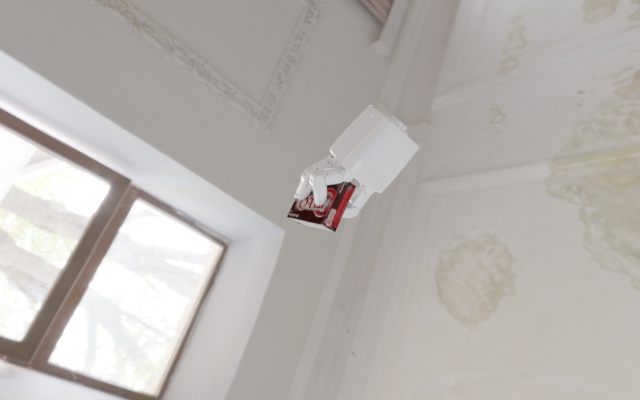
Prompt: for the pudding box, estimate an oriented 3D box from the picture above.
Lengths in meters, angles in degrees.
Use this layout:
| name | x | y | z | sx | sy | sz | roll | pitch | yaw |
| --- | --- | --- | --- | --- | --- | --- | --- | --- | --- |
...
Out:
| name | x | y | z | sx | sy | sz | roll | pitch | yaw |
| --- | --- | --- | --- | --- | --- | --- | --- | --- | --- |
| pudding box | 0.000 | 0.003 | 0.835 | 0.039 | 0.090 | 0.113 | 33 | -15 | -31 |
